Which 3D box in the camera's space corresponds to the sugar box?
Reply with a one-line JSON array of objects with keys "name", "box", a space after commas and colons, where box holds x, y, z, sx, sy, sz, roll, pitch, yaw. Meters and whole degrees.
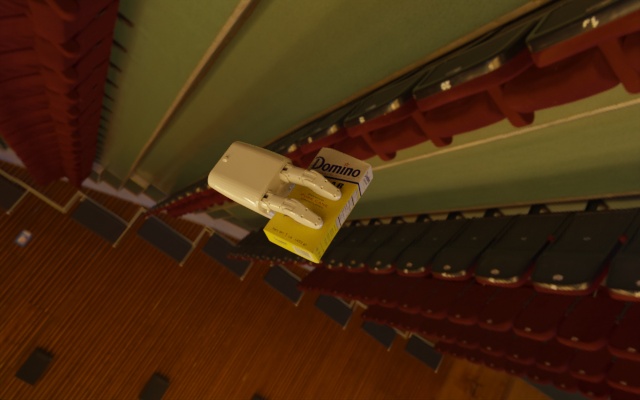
[{"name": "sugar box", "box": [0.000, 0.002, 0.745, 0.093, 0.176, 0.048, 23, -22, 24]}]
